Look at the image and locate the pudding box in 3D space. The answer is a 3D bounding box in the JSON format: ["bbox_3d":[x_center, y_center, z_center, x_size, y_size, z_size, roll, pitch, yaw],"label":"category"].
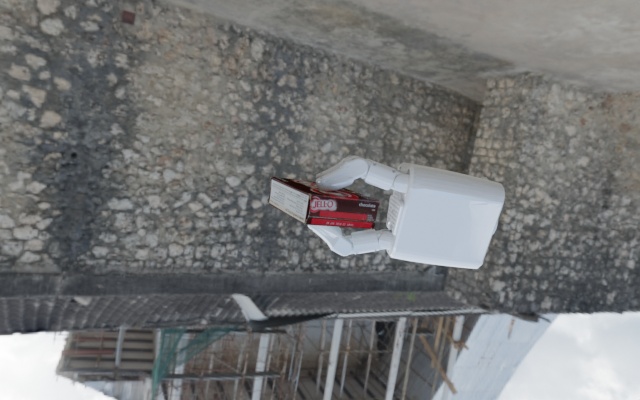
[{"bbox_3d":[0.000,0.002,0.555,0.090,0.039,0.113,7,6,-29],"label":"pudding box"}]
